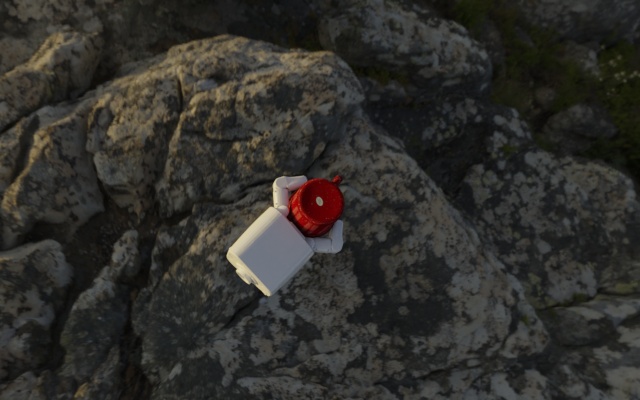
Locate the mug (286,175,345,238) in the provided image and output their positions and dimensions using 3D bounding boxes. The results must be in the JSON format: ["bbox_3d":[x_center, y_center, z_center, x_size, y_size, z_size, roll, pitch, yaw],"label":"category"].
[{"bbox_3d":[0.001,0.002,0.816,0.093,0.117,0.081,42,-20,0],"label":"mug"}]
